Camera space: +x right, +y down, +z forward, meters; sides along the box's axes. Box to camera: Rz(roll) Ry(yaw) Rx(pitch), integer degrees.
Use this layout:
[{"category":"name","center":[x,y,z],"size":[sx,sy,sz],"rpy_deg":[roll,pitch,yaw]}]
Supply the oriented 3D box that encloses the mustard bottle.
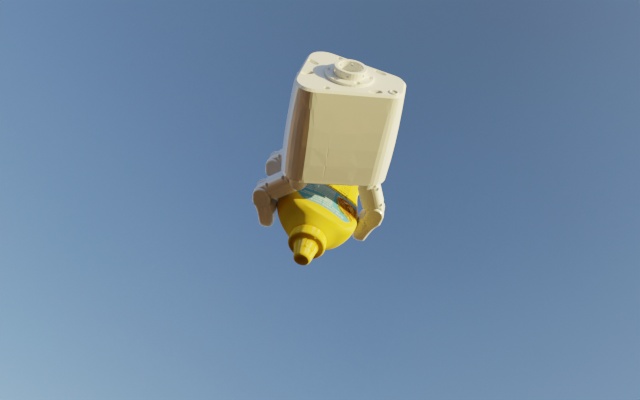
[{"category":"mustard bottle","center":[0.000,0.002,0.565],"size":[0.096,0.191,0.058],"rpy_deg":[32,-51,-11]}]
